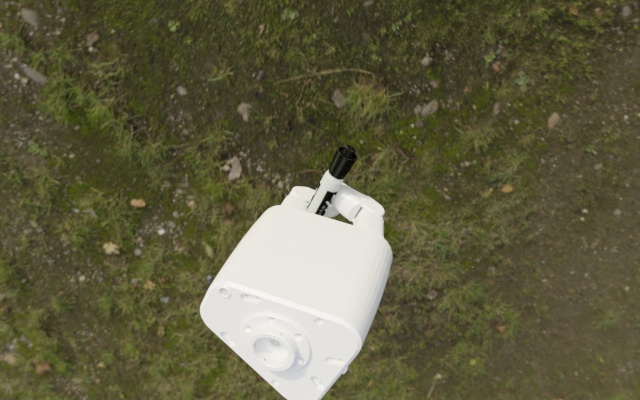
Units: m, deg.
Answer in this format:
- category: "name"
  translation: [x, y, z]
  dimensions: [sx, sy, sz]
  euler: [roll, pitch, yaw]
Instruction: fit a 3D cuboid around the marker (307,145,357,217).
- category: "marker"
  translation: [0.000, 0.001, 0.429]
  dimensions: [0.020, 0.121, 0.020]
  euler: [21, 32, -14]
